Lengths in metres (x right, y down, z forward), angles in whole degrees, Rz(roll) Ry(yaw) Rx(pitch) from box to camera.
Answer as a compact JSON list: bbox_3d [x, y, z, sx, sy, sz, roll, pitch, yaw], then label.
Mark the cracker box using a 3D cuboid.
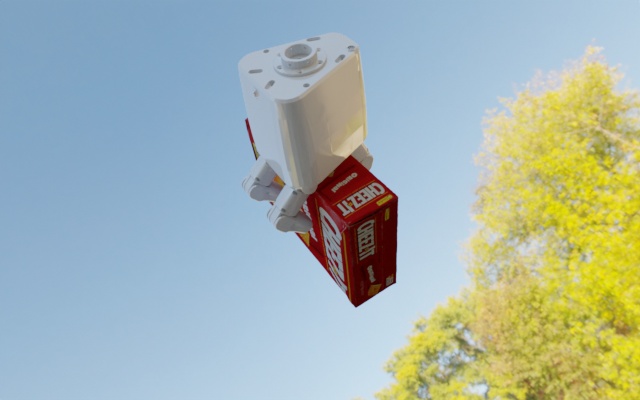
[{"bbox_3d":[0.000,0.002,0.578,0.072,0.164,0.213,-30,52,-17],"label":"cracker box"}]
